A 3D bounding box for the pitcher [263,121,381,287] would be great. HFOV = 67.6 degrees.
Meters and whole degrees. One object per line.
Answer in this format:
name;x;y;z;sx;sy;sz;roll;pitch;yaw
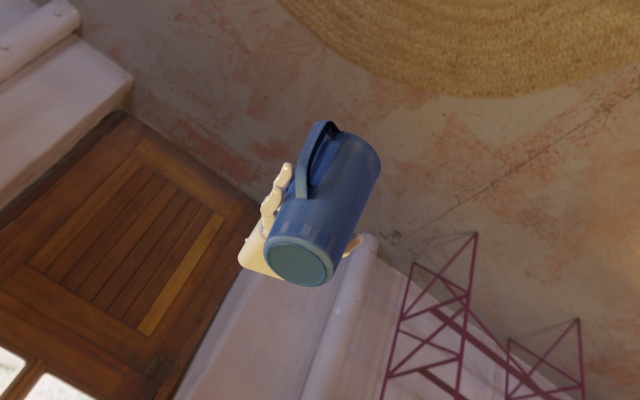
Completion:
pitcher;0.000;0.003;0.739;0.149;0.242;0.145;34;-43;-9
